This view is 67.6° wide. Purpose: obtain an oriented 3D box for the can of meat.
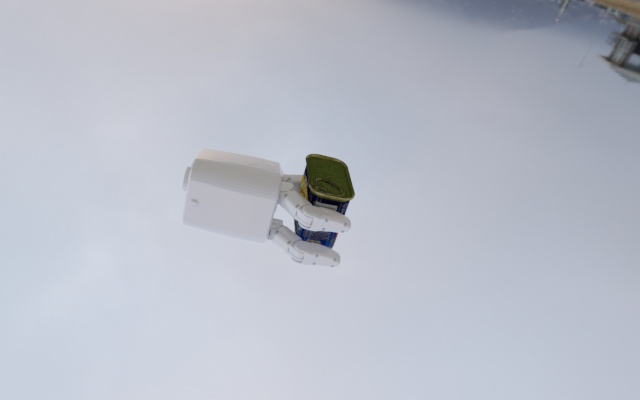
[{"bbox_3d":[0.000,0.002,0.611,0.057,0.084,0.102,11,31,-13],"label":"can of meat"}]
